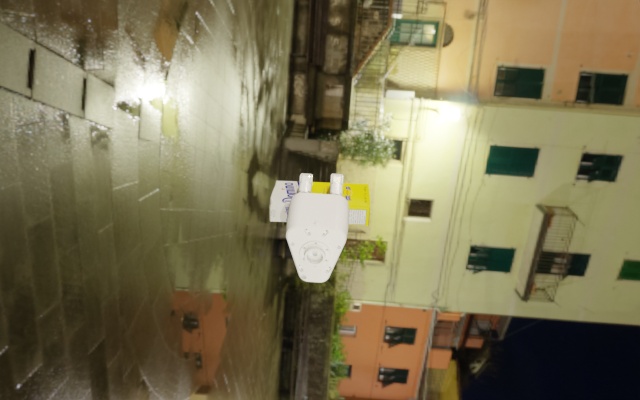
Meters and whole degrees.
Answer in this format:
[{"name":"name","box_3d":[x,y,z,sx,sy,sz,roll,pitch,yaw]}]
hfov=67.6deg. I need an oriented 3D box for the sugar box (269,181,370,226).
[{"name":"sugar box","box_3d":[0.000,0.002,0.867,0.176,0.048,0.093,4,28,1]}]
